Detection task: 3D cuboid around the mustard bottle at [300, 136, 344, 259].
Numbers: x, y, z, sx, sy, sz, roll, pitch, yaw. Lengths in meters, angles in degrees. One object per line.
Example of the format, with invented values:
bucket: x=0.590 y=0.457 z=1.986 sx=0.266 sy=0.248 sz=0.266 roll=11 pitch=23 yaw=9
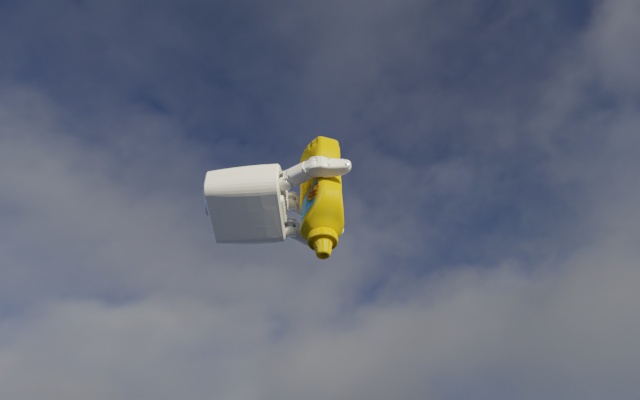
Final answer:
mustard bottle: x=0.000 y=0.002 z=0.687 sx=0.058 sy=0.191 sz=0.096 roll=13 pitch=-45 yaw=-15
